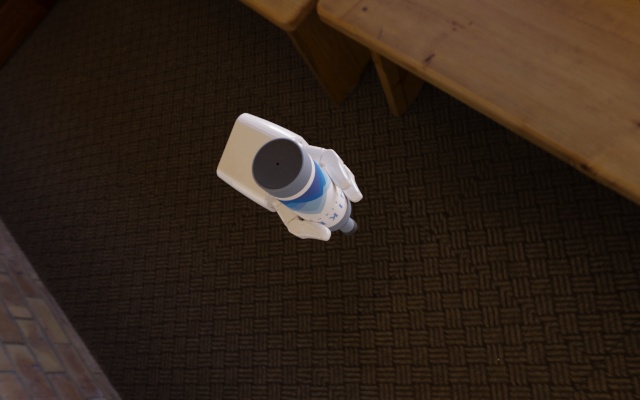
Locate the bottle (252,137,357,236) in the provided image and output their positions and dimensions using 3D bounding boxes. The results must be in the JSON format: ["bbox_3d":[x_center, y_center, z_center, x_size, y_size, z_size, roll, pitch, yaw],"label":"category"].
[{"bbox_3d":[0.000,0.002,0.673,0.069,0.069,0.296,0,-17,20],"label":"bottle"}]
